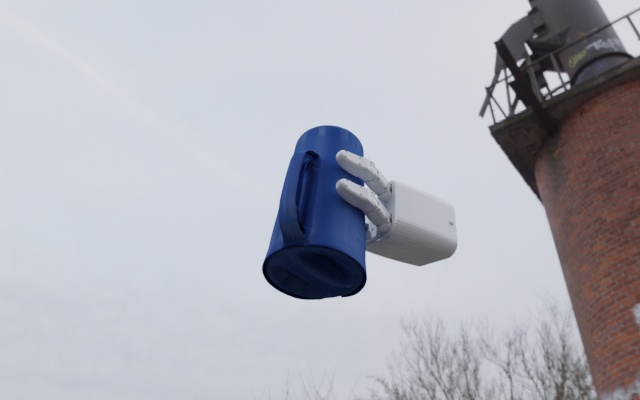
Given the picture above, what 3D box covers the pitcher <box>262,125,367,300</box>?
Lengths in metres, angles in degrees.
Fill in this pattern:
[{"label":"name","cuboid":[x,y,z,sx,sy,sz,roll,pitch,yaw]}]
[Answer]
[{"label":"pitcher","cuboid":[0.000,0.002,0.667,0.145,0.242,0.149,20,-42,-15]}]
